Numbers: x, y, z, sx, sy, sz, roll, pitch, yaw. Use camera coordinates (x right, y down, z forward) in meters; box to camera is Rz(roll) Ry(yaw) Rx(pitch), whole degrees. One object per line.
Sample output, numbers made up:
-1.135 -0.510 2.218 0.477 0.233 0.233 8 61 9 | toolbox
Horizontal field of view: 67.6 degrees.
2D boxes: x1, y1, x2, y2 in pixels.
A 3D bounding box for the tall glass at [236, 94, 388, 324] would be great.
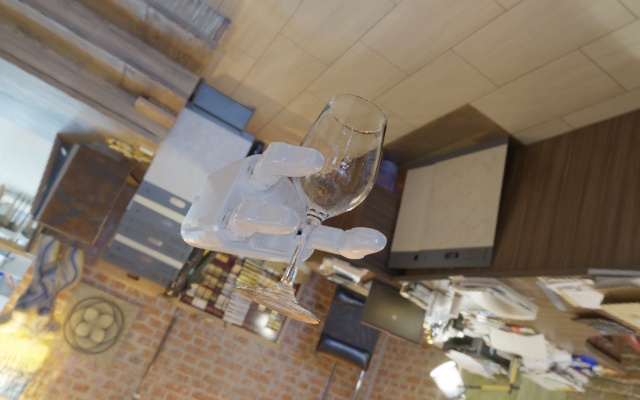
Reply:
0.000 0.002 0.430 0.079 0.201 0.079 20 -21 8 | tall glass
